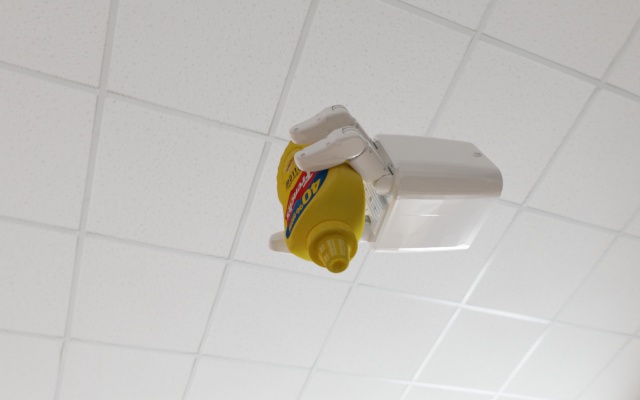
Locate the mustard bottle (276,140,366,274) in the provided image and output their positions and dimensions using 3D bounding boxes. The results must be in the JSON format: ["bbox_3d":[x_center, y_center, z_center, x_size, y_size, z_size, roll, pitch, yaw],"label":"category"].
[{"bbox_3d":[0.000,0.001,0.445,0.058,0.096,0.191,25,23,-22],"label":"mustard bottle"}]
